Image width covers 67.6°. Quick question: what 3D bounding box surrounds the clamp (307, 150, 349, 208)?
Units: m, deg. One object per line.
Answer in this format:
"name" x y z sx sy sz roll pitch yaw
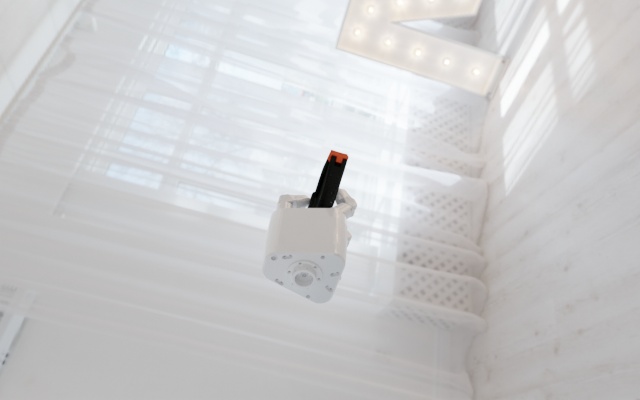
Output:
"clamp" -0.001 0.002 0.789 0.036 0.210 0.164 15 31 -7
